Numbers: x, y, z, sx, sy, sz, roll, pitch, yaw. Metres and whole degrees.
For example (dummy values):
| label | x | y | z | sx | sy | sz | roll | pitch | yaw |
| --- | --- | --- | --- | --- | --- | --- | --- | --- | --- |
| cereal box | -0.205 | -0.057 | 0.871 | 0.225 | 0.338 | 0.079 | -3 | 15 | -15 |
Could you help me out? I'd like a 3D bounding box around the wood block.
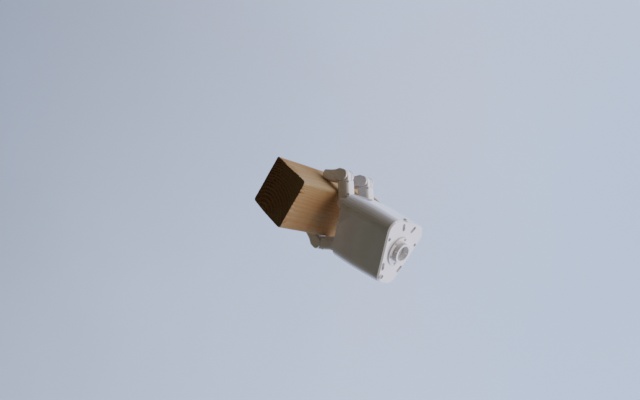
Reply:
| label | x | y | z | sx | sy | sz | roll | pitch | yaw |
| --- | --- | --- | --- | --- | --- | --- | --- | --- | --- |
| wood block | 0.000 | 0.003 | 0.852 | 0.206 | 0.091 | 0.090 | 15 | 22 | -46 |
